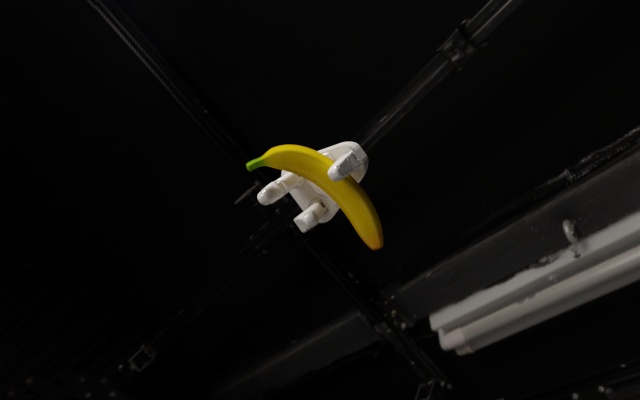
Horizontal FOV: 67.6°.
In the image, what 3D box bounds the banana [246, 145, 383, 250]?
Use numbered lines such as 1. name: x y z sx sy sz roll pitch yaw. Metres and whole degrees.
1. banana: 0.007 -0.016 0.602 0.198 0.069 0.037 32 -4 -1
